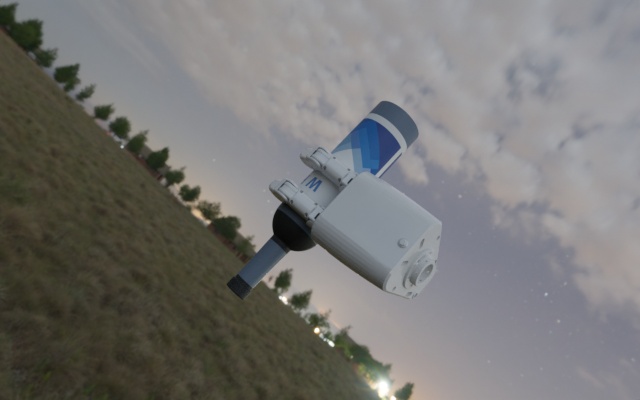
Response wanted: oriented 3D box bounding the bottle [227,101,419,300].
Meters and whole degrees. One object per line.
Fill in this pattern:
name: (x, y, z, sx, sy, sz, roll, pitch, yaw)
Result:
bottle: (0.000, 0.002, 0.582, 0.069, 0.295, 0.069, 42, -11, 10)
